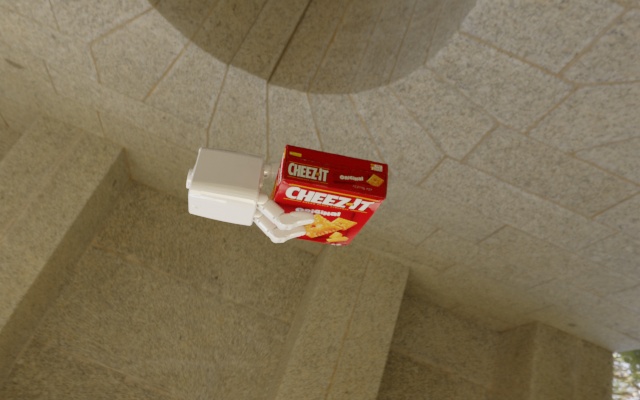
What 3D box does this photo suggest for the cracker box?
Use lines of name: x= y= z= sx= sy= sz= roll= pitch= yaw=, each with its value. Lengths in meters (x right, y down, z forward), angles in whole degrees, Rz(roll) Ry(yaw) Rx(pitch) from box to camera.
cracker box: x=0.000 y=0.003 z=0.806 sx=0.164 sy=0.072 sz=0.214 roll=10 pitch=-27 yaw=-10
